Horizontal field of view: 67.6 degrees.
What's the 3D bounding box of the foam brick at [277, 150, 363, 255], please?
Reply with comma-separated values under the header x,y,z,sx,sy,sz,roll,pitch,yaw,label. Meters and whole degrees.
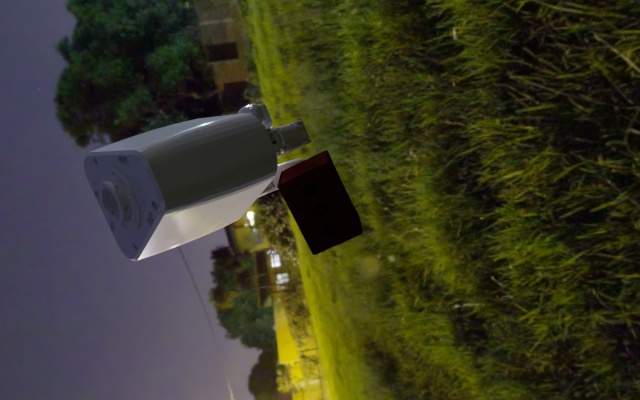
x,y,z,sx,sy,sz,roll,pitch,yaw,label
0.000,0.002,0.451,0.053,0.078,0.051,-25,18,7,foam brick
